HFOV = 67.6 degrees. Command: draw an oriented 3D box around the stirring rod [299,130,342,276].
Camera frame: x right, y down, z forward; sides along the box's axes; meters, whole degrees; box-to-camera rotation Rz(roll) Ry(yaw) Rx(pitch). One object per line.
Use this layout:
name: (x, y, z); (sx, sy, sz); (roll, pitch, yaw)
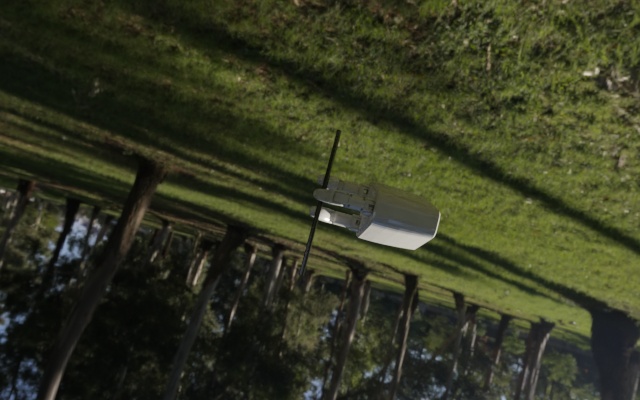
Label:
stirring rod: (0.000, 0.002, 0.766); (0.011, 0.239, 0.011); (15, -4, 1)
